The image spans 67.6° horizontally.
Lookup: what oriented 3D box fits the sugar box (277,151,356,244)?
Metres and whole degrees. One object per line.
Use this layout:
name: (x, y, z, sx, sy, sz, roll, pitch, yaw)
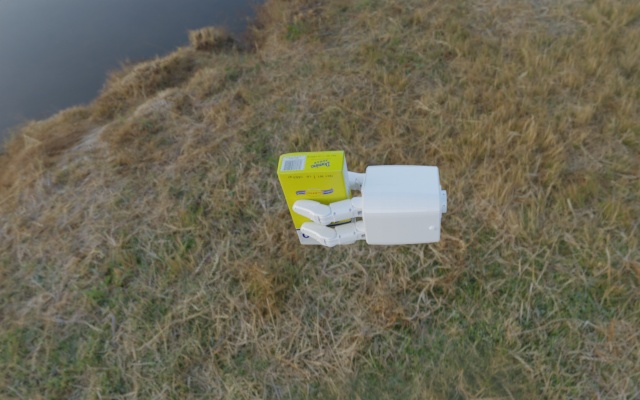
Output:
sugar box: (0.000, 0.003, 0.720, 0.093, 0.048, 0.176, -1, -41, 12)
